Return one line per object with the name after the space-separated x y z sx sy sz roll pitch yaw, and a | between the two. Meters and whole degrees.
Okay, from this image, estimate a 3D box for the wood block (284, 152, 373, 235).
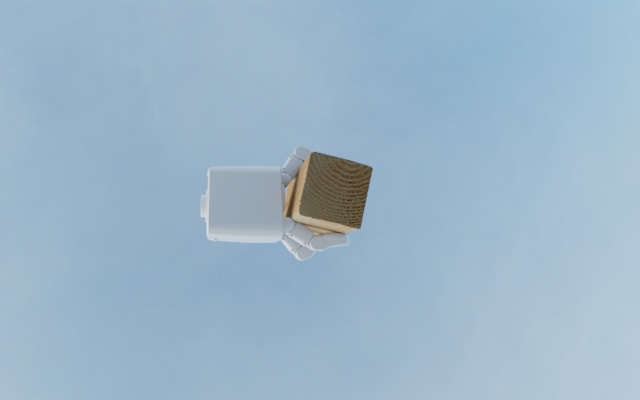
0.000 0.002 0.731 0.090 0.091 0.206 14 -11 -10 | wood block
